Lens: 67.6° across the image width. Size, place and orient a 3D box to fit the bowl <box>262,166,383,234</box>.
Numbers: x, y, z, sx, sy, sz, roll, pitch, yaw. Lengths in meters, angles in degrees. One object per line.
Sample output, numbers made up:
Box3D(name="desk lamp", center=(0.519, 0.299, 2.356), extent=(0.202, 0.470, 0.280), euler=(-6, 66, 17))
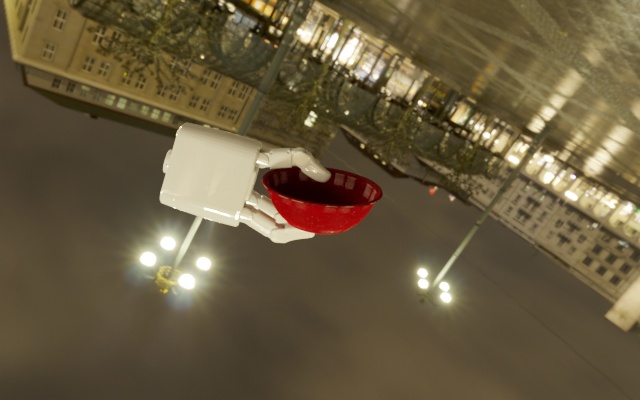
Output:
Box3D(name="bowl", center=(0.001, 0.003, 0.644), extent=(0.162, 0.055, 0.162), euler=(6, 20, -2))
